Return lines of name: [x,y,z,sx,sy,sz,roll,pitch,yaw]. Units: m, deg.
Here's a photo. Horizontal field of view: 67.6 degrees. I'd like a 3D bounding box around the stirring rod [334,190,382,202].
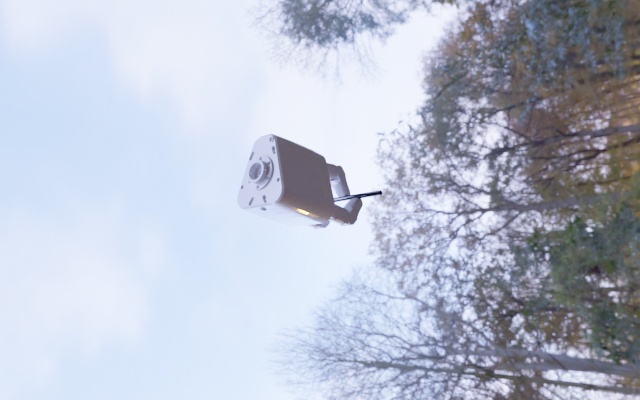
stirring rod: [0.000,0.003,0.808,0.239,0.011,0.011,-9,-6,39]
